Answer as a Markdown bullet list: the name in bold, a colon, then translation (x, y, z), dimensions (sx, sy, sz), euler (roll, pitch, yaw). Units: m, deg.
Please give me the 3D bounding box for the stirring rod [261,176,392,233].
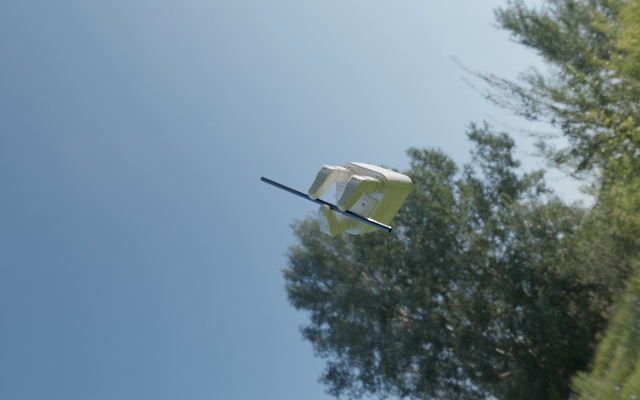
- **stirring rod**: translation (0.000, 0.002, 0.714), dimensions (0.239, 0.011, 0.011), euler (22, 12, 32)
